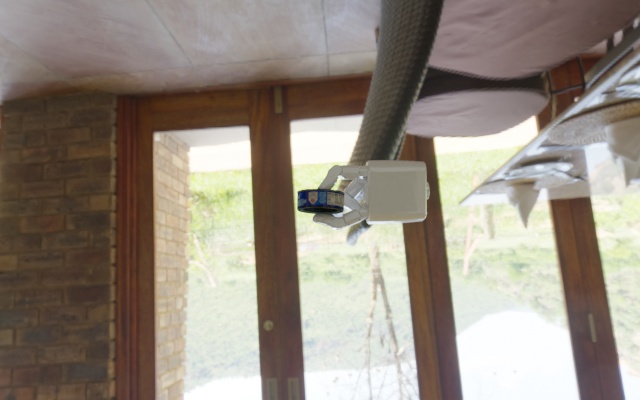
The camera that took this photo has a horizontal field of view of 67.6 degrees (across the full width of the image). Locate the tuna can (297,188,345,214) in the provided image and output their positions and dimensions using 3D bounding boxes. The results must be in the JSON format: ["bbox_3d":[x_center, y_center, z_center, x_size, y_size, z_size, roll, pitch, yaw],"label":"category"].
[{"bbox_3d":[0.000,0.003,0.855,0.086,0.033,0.086,2,-10,0],"label":"tuna can"}]
